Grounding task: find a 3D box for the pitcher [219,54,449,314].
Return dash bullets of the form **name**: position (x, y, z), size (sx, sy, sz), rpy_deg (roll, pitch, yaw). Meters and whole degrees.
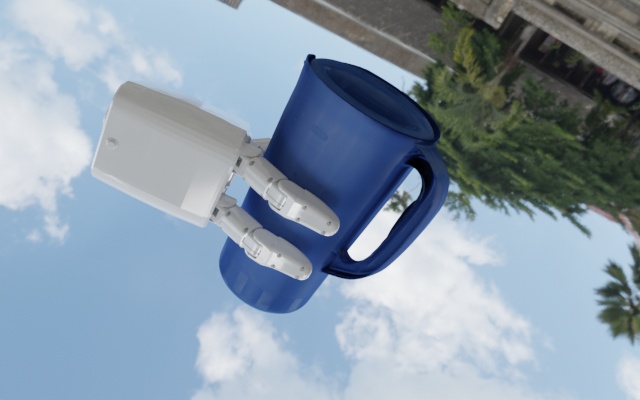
- **pitcher**: position (0.000, 0.001, 0.456), size (0.145, 0.243, 0.149), rpy_deg (24, 29, -13)
